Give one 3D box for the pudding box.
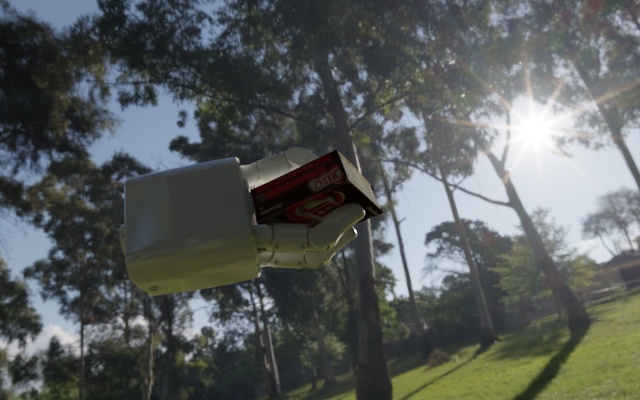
[{"bbox_3d":[0.000,0.001,0.455,0.090,0.039,0.113,-23,-20,16],"label":"pudding box"}]
